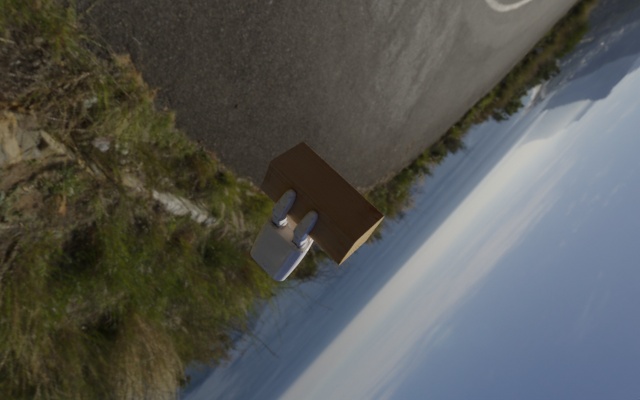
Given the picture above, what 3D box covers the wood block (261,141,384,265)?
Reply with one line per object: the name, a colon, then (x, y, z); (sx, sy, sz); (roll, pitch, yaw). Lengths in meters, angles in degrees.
wood block: (0.000, 0.003, 0.872); (0.090, 0.206, 0.090); (-37, -16, -38)
